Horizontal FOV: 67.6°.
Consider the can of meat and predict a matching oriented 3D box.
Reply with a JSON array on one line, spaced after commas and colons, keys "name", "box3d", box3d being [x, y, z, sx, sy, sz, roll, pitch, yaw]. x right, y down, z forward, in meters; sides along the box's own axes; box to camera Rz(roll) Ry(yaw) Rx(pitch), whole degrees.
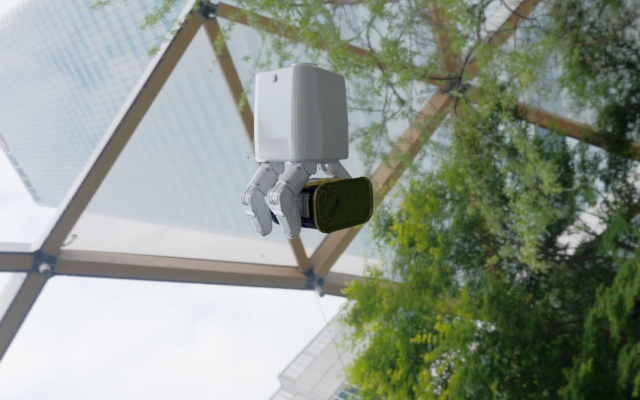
[{"name": "can of meat", "box3d": [0.000, 0.002, 0.580, 0.084, 0.057, 0.102, 5, 12, 44]}]
